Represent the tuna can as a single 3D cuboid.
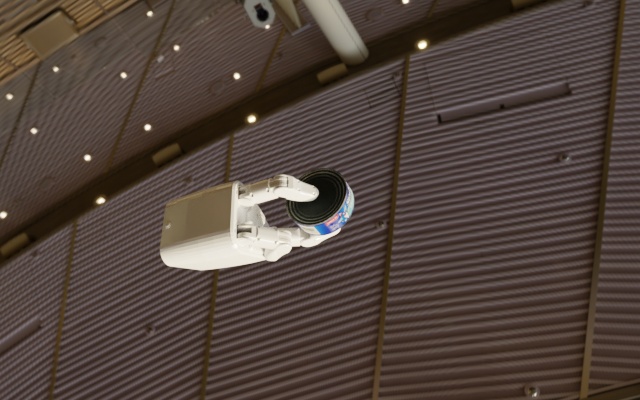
[{"bbox_3d":[0.000,0.002,0.622,0.086,0.086,0.034,0,-30,27],"label":"tuna can"}]
